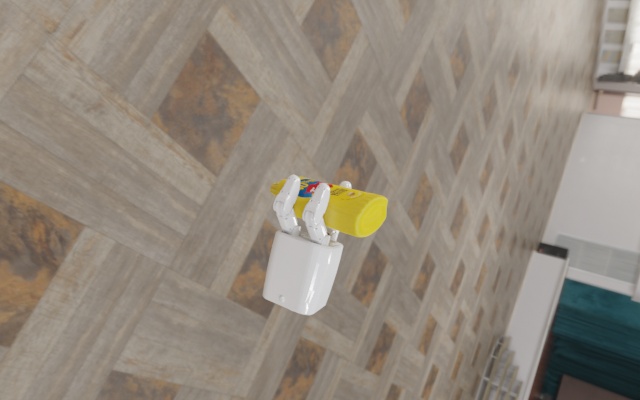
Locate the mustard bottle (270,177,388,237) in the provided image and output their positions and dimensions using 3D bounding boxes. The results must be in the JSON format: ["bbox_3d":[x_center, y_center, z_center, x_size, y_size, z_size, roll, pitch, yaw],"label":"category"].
[{"bbox_3d":[0.000,0.002,0.742,0.191,0.058,0.096,15,26,31],"label":"mustard bottle"}]
